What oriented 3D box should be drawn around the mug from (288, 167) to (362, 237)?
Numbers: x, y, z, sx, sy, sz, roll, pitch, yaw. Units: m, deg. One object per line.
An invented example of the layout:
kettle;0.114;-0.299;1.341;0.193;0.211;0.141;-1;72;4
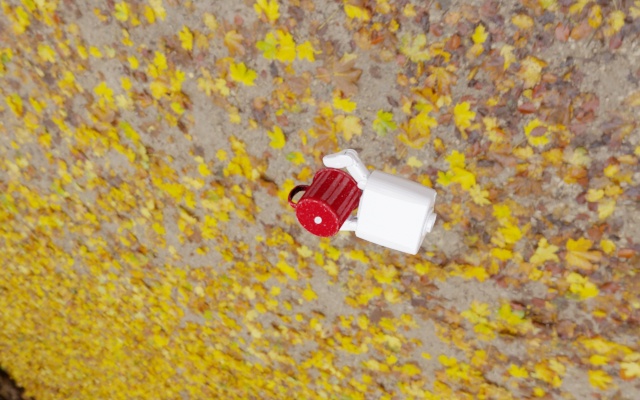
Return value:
mug;-0.001;0.002;0.787;0.117;0.093;0.081;17;44;20
